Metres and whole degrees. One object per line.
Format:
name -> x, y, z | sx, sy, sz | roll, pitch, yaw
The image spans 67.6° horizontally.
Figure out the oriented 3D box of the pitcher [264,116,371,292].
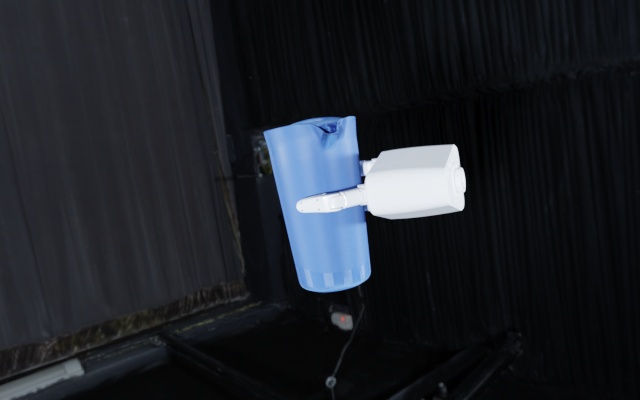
pitcher -> 0.000, 0.002, 0.707 | 0.145, 0.243, 0.149 | -6, 7, 25
